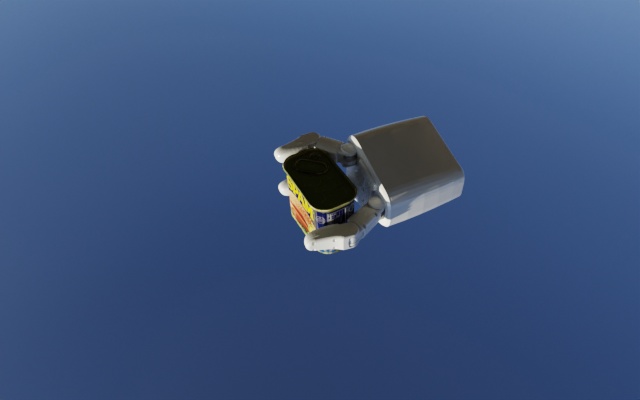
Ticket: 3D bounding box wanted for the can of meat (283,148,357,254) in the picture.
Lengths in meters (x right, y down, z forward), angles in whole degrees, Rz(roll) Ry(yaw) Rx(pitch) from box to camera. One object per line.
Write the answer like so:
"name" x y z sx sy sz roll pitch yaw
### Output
"can of meat" 0.000 0.002 0.568 0.057 0.084 0.102 -23 49 -17
